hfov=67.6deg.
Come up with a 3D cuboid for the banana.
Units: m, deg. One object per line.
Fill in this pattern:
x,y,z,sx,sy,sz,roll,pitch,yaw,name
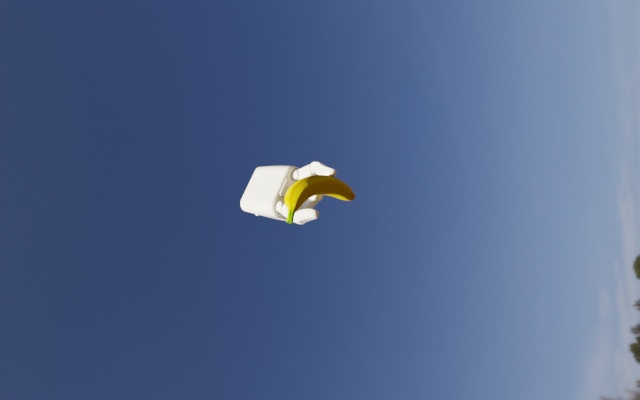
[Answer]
-0.004,-0.015,0.891,0.037,0.069,0.198,5,16,41,banana
